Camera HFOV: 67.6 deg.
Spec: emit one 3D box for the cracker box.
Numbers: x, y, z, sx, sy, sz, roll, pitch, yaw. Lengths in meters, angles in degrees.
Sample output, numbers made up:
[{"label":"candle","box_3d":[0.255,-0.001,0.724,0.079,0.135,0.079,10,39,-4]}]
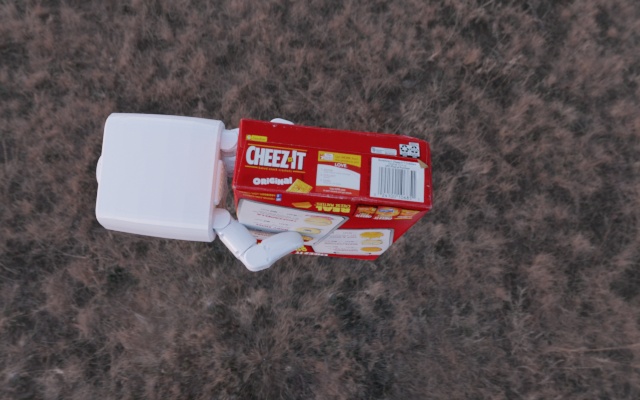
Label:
[{"label":"cracker box","box_3d":[0.000,0.002,0.485,0.164,0.072,0.214,5,-19,-5]}]
